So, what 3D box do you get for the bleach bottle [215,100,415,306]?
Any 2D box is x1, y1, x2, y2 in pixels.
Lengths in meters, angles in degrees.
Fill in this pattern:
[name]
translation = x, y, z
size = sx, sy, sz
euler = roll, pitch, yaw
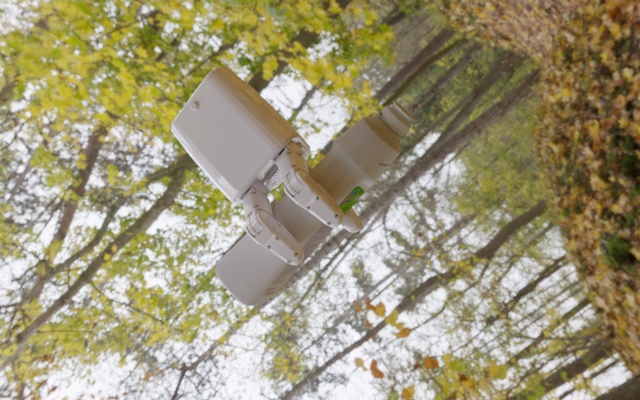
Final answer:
[bleach bottle]
translation = 0.000, 0.002, 0.492
size = 0.251, 0.068, 0.102
euler = -47, -10, 19
